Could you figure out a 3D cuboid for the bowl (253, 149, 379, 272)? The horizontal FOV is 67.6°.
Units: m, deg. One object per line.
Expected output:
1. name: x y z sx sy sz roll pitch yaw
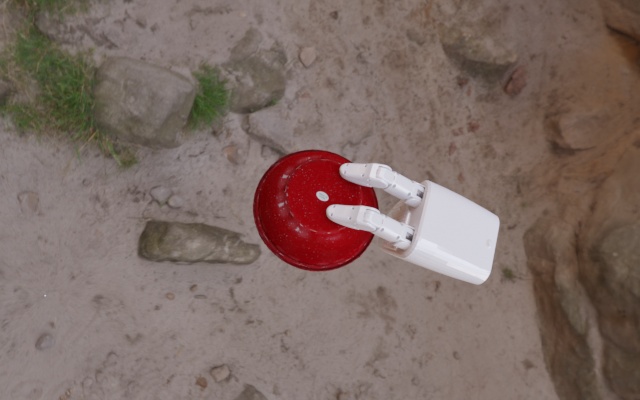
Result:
1. bowl: -0.001 0.002 0.580 0.162 0.162 0.055 0 -18 -10
